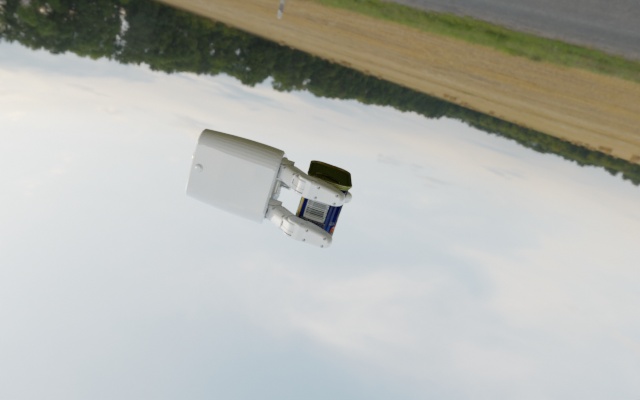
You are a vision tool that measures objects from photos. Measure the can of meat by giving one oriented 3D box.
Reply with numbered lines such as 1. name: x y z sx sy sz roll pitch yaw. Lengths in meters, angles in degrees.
1. can of meat: 0.000 0.002 0.619 0.057 0.084 0.102 18 16 -3
